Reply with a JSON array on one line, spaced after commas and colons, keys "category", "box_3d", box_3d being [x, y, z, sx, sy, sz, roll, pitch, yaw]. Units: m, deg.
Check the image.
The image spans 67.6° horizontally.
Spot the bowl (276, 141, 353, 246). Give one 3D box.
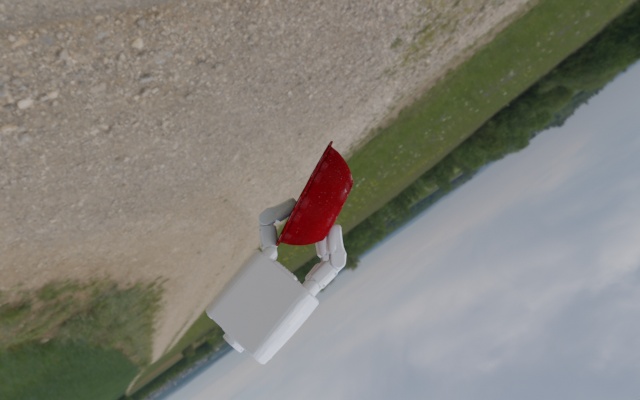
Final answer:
[{"category": "bowl", "box_3d": [0.001, 0.001, 0.652, 0.055, 0.162, 0.162, 27, 0, -1]}]
